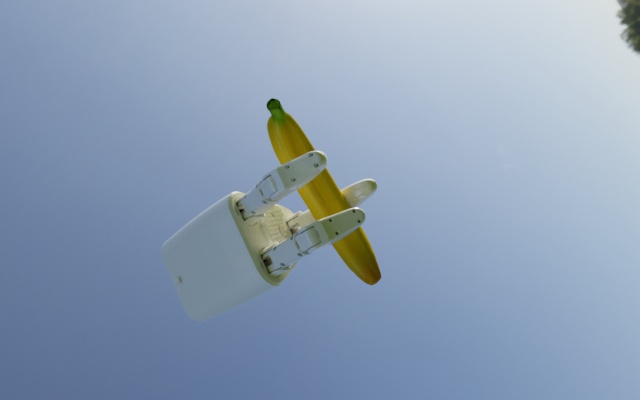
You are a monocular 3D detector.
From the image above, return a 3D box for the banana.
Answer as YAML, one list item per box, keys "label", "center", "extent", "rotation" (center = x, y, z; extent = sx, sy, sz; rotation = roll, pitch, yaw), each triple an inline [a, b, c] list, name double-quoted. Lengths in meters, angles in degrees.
- label: "banana"
  center: [-0.002, -0.006, 0.461]
  extent: [0.037, 0.198, 0.069]
  rotation: [-30, 13, 8]
